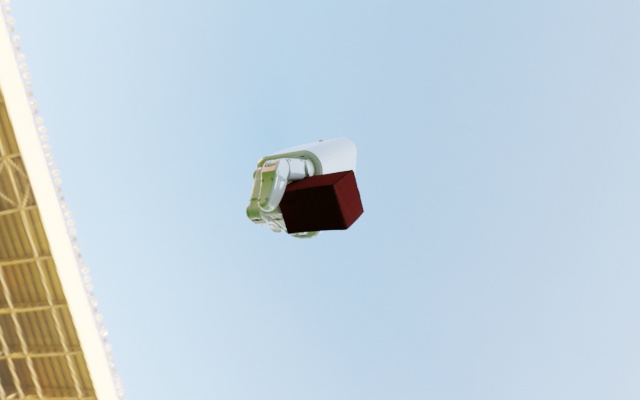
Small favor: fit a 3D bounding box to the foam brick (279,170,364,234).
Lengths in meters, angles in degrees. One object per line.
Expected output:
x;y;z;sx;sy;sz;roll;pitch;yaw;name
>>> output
0.000;0.002;0.527;0.078;0.053;0.051;-6;18;33;foam brick
